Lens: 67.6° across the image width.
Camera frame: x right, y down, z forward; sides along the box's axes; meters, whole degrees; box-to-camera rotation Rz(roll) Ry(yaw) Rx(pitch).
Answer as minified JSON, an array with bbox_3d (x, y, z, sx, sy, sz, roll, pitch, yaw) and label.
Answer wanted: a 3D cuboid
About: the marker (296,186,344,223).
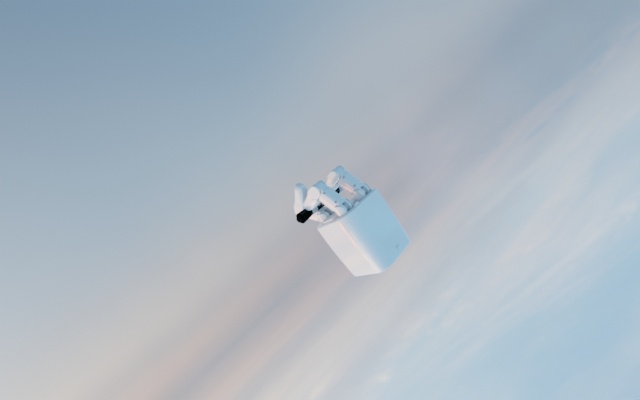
[{"bbox_3d":[0.000,0.003,0.794,0.020,0.020,0.121,0,28,41],"label":"marker"}]
